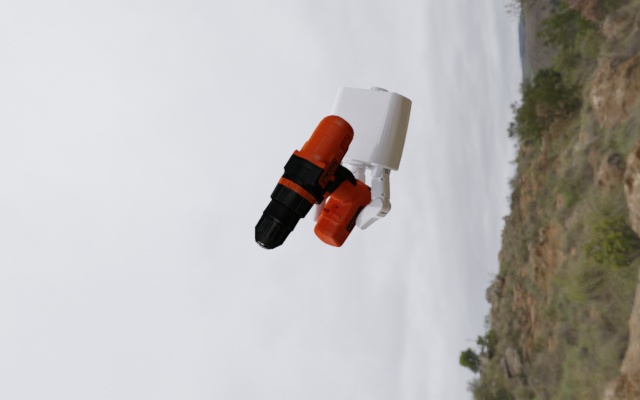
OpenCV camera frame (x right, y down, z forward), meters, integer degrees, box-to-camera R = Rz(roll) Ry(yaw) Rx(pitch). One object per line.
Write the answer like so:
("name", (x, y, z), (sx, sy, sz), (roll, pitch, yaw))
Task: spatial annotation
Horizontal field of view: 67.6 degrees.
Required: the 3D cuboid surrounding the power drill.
("power drill", (0.000, 0.002, 0.636), (0.057, 0.184, 0.188), (30, -8, 25))
